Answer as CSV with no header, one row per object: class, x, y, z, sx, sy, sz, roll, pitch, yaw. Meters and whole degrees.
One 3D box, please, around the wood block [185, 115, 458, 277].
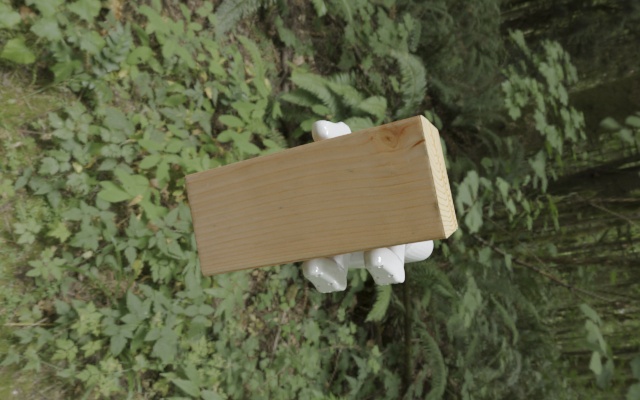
wood block,0.000,0.001,0.409,0.206,0.091,0.090,-12,-3,21
